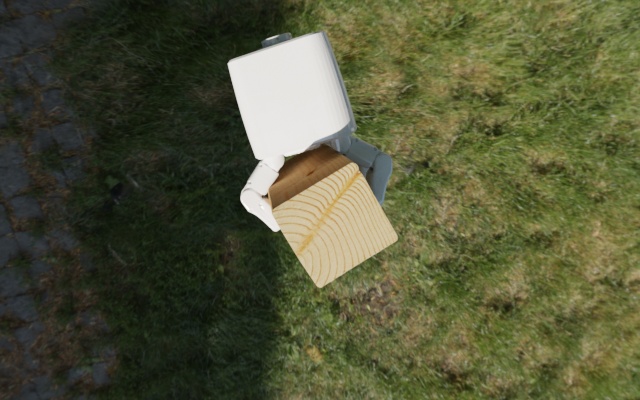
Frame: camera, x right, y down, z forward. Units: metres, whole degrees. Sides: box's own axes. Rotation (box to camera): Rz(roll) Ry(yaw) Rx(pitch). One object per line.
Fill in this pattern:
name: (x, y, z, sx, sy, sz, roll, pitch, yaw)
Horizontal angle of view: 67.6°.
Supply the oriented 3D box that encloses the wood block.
wood block: (0.000, 0.002, 0.533, 0.091, 0.090, 0.206, -31, 15, 0)
